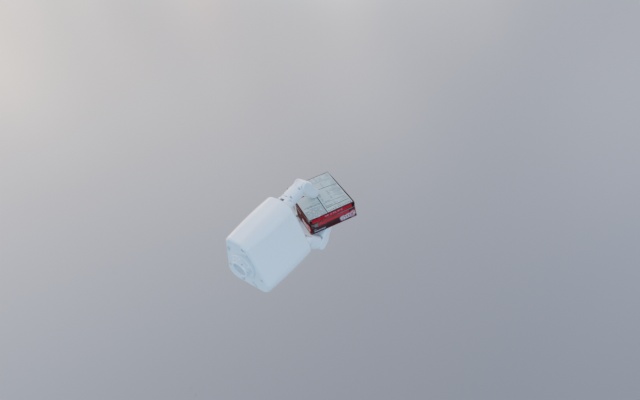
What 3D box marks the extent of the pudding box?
[{"bbox_3d":[0.000,0.003,0.858,0.090,0.039,0.113,-22,42,-13],"label":"pudding box"}]
